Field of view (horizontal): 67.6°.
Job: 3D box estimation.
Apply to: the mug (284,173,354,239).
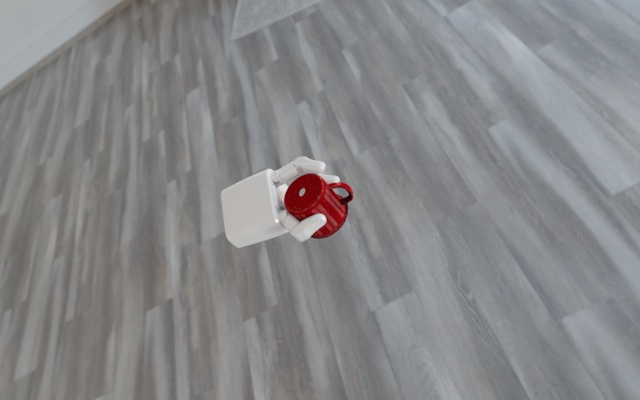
[{"bbox_3d":[0.001,0.002,0.822,0.117,0.093,0.081,-22,-41,18],"label":"mug"}]
